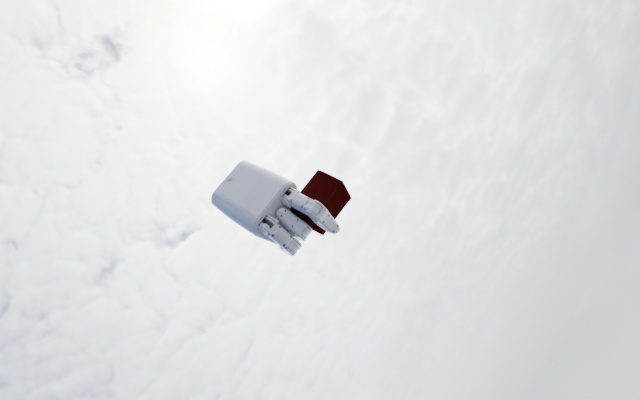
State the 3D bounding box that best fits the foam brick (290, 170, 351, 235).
[{"bbox_3d":[0.000,0.002,0.734,0.051,0.078,0.053,28,-19,33],"label":"foam brick"}]
